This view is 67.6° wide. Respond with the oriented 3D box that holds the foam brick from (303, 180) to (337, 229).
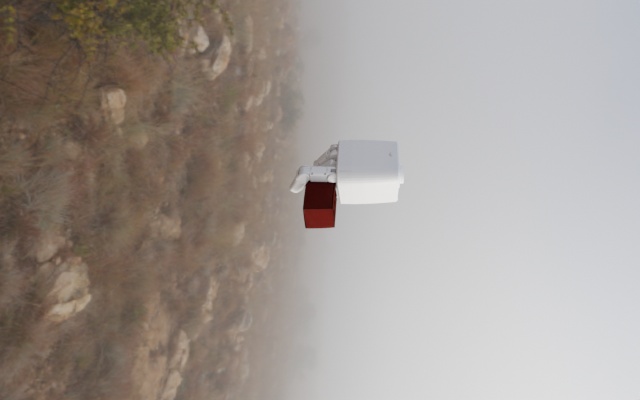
[{"bbox_3d":[0.000,0.003,0.823,0.051,0.078,0.053,1,-41,6],"label":"foam brick"}]
